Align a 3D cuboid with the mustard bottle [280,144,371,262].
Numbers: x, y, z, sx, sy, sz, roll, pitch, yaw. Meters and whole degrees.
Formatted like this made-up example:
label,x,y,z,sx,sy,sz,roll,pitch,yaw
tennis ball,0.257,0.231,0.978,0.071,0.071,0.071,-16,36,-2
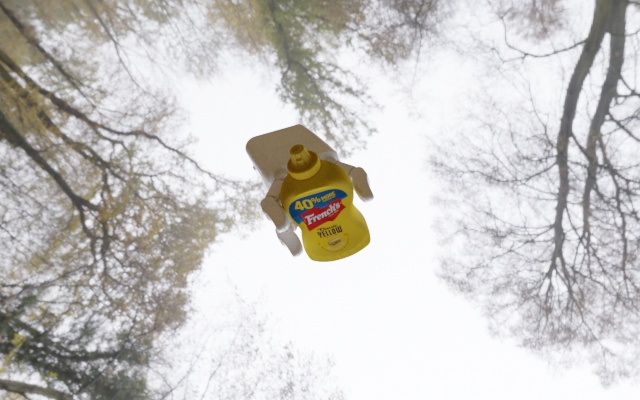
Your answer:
label,x,y,z,sx,sy,sz,roll,pitch,yaw
mustard bottle,0.000,0.002,0.635,0.096,0.058,0.192,-16,-47,9
